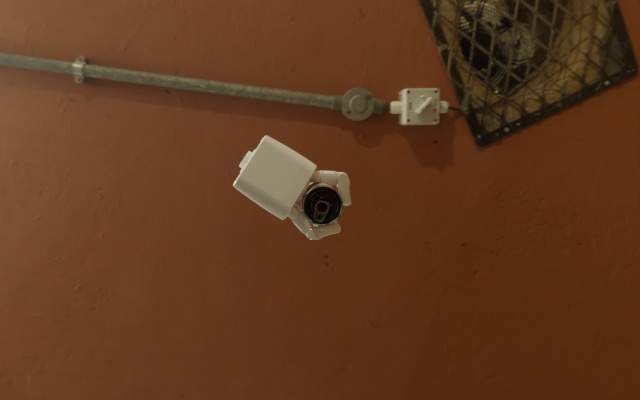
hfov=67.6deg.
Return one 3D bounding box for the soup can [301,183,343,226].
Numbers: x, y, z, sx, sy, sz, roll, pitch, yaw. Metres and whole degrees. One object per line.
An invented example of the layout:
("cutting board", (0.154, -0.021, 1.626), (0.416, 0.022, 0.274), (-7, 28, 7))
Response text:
("soup can", (0.001, 0.003, 0.849), (0.068, 0.068, 0.102), (0, 7, -5))
